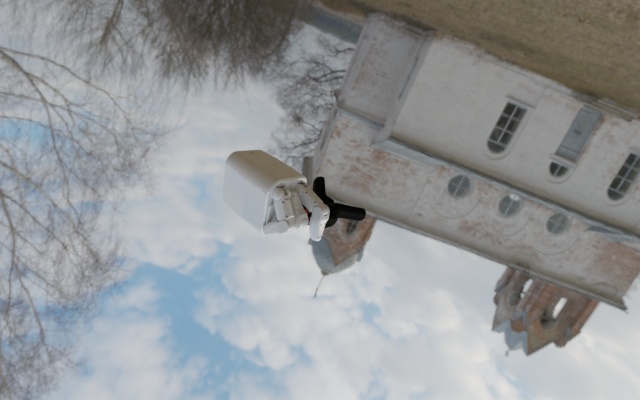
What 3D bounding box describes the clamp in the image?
[{"bbox_3d":[0.000,0.003,0.849,0.120,0.039,0.171,37,22,24],"label":"clamp"}]
